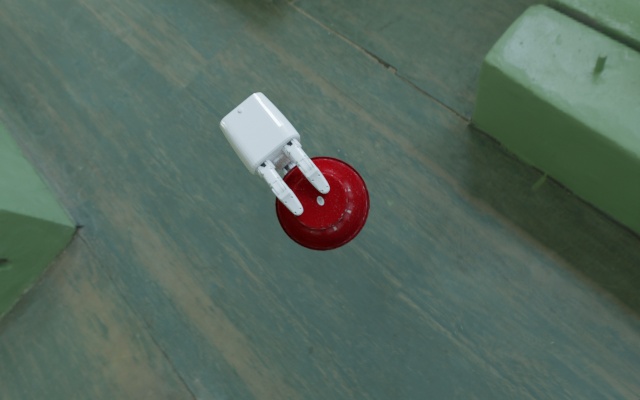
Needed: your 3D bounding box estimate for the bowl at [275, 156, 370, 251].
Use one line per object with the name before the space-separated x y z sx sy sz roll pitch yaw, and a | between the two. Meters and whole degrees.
bowl | 0.001 0.003 0.787 0.162 0.162 0.055 0 -5 6
